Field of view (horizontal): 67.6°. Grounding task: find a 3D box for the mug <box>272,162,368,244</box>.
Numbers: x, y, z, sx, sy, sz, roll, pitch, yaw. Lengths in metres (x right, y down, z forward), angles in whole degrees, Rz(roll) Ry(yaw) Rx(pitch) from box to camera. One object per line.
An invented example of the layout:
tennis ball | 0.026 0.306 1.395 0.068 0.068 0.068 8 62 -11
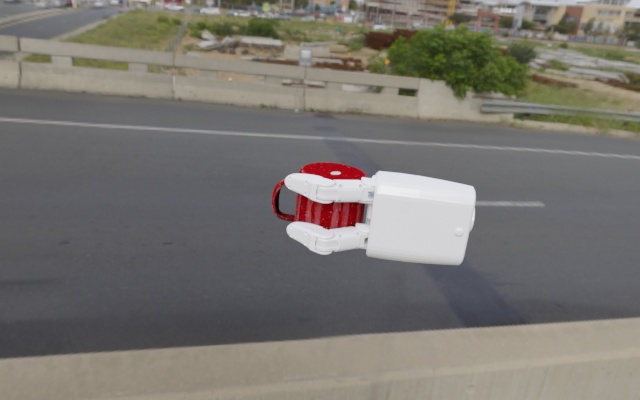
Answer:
mug | -0.001 0.001 0.572 0.117 0.081 0.093 7 20 4
